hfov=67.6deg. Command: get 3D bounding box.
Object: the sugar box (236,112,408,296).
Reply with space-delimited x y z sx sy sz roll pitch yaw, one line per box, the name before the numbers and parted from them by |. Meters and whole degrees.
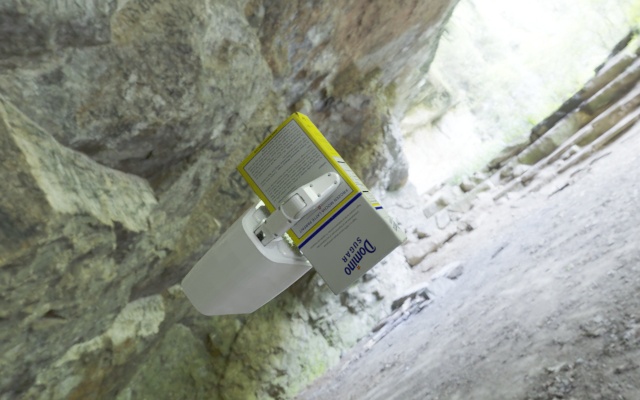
sugar box | 0.000 0.002 0.508 0.093 0.176 0.048 -41 -9 16
